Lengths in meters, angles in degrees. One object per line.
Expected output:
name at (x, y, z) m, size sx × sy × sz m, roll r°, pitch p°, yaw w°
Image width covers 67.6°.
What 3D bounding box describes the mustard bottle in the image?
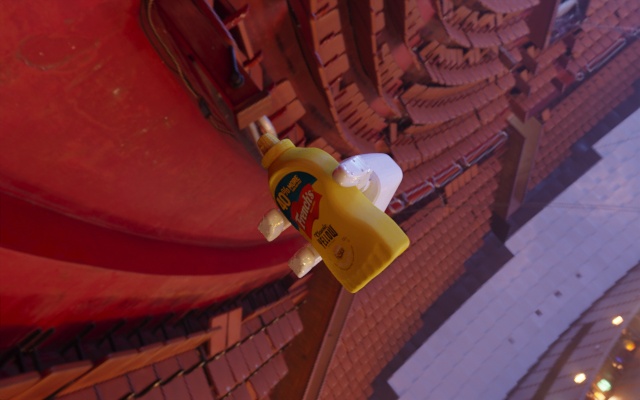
mustard bottle at (0.000, 0.002, 0.507) m, size 0.058 × 0.191 × 0.096 m, roll -33°, pitch -12°, yaw -39°
